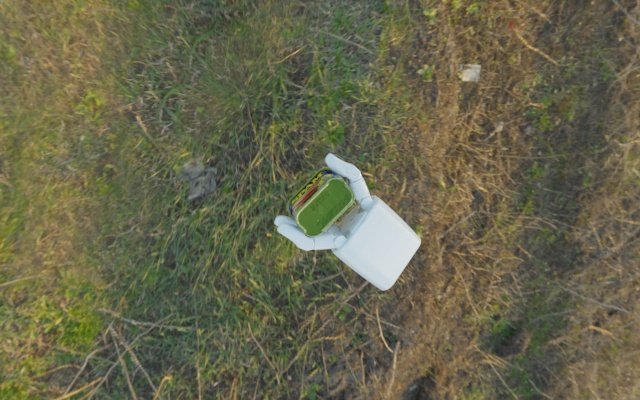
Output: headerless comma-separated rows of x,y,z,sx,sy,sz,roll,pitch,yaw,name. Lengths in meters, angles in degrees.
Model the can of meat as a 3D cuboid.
0.000,0.002,0.736,0.057,0.102,0.084,44,2,-15,can of meat
